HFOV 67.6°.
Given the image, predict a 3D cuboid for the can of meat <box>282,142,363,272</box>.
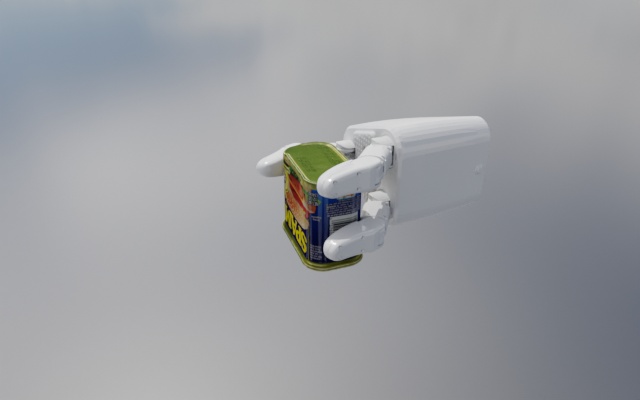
[{"bbox_3d":[0.000,0.001,0.442,0.057,0.084,0.102,-9,29,-17],"label":"can of meat"}]
